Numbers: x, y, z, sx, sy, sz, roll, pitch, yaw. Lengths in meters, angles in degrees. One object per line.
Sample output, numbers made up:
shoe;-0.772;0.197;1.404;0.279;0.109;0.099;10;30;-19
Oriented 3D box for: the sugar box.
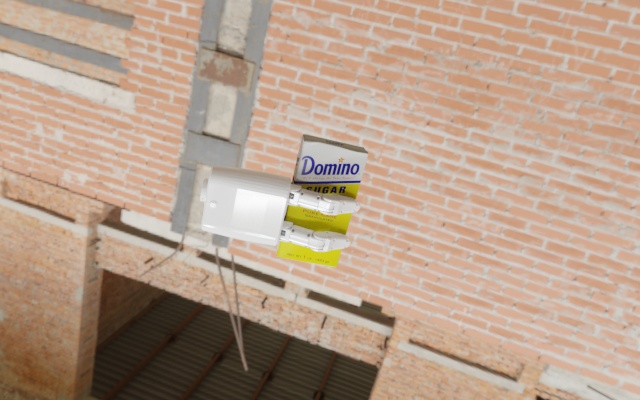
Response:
sugar box;0.000;0.002;0.681;0.093;0.176;0.048;11;19;-10
